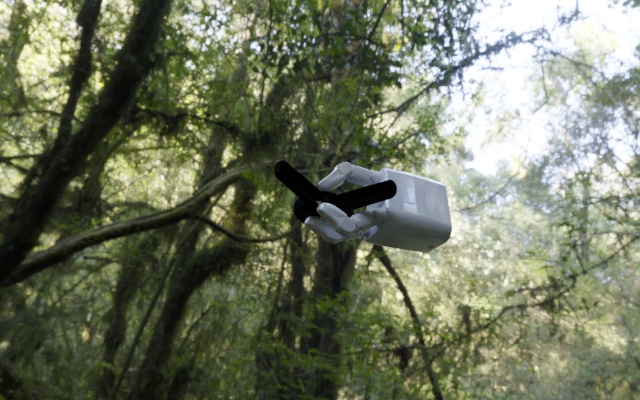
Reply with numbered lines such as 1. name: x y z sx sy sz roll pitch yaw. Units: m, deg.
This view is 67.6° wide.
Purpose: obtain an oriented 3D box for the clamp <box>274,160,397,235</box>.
1. clamp: 0.000 0.002 0.708 0.164 0.036 0.210 14 -24 -10
